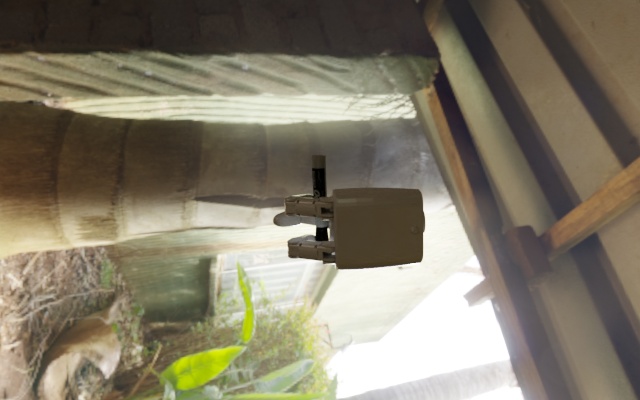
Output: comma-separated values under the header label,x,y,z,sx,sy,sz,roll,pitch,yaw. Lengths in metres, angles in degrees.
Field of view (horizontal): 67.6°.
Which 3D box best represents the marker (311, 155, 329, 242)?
label,x,y,z,sx,sy,sz,roll,pitch,yaw
marker,0.000,0.002,0.619,0.020,0.121,0.020,-2,11,0
